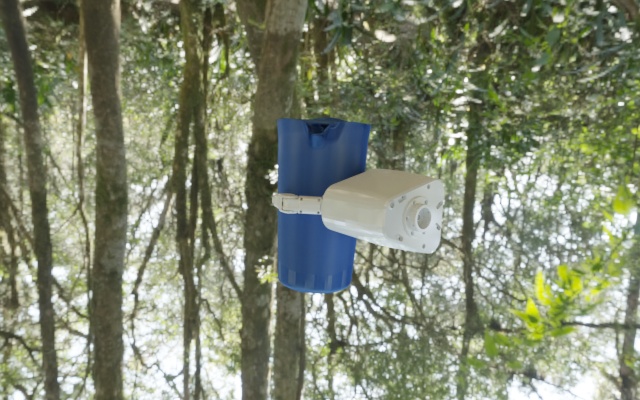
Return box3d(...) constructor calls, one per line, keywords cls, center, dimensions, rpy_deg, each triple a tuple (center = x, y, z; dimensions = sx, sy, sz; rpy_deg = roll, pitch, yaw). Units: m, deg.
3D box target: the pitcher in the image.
box3d(cls="pitcher", center=(0.000, 0.002, 0.699), dimensions=(0.149, 0.243, 0.145), rpy_deg=(-1, 7, -40))
